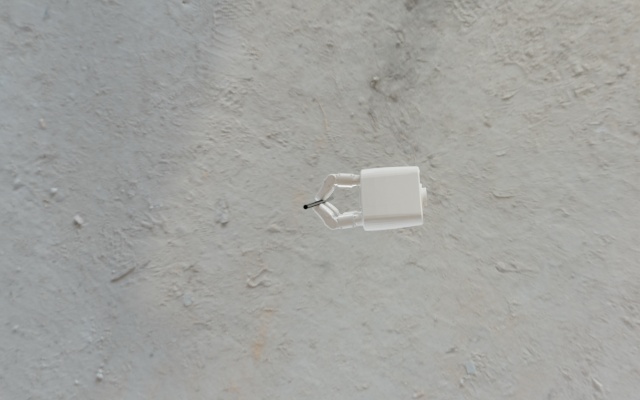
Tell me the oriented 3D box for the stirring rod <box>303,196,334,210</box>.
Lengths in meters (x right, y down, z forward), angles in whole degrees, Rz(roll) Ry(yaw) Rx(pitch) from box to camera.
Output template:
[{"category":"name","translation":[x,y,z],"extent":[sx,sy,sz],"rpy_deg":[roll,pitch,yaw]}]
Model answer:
[{"category":"stirring rod","translation":[0.000,0.003,0.884],"extent":[0.011,0.011,0.239],"rpy_deg":[0,4,12]}]
